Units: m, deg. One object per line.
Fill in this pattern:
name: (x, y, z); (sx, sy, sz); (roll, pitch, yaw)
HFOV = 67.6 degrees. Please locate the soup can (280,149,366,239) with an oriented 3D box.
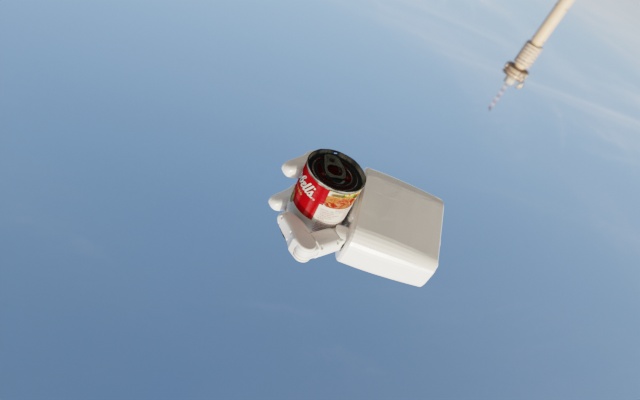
soup can: (-0.001, 0.002, 0.538); (0.068, 0.068, 0.102); (0, -43, -29)
